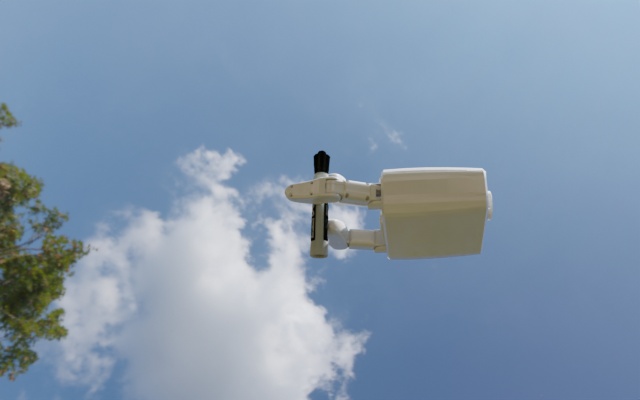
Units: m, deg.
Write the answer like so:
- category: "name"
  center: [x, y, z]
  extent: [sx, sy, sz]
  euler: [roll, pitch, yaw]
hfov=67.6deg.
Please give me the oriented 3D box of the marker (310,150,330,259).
- category: "marker"
  center: [0.000, 0.002, 0.515]
  extent: [0.020, 0.121, 0.020]
  euler: [2, -21, 1]
